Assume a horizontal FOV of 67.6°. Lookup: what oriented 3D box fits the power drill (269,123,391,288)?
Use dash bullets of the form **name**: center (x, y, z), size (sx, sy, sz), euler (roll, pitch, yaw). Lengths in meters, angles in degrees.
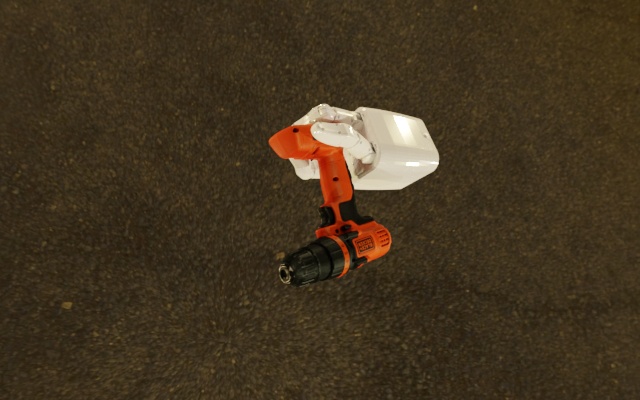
- **power drill**: center (0.000, 0.001, 0.588), size (0.057, 0.187, 0.184), euler (-20, -5, 41)
